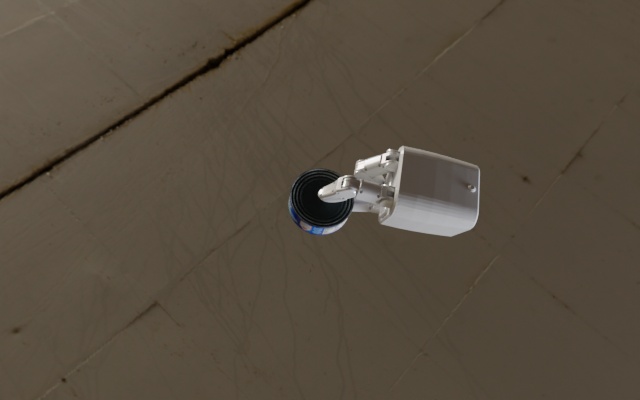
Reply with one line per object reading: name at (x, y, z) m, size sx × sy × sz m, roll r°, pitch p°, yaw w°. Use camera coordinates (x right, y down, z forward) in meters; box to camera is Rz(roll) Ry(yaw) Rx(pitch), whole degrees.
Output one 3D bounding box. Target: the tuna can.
tuna can at (0.000, 0.002, 0.640) m, size 0.086 × 0.086 × 0.034 m, roll 0°, pitch -24°, yaw -10°
